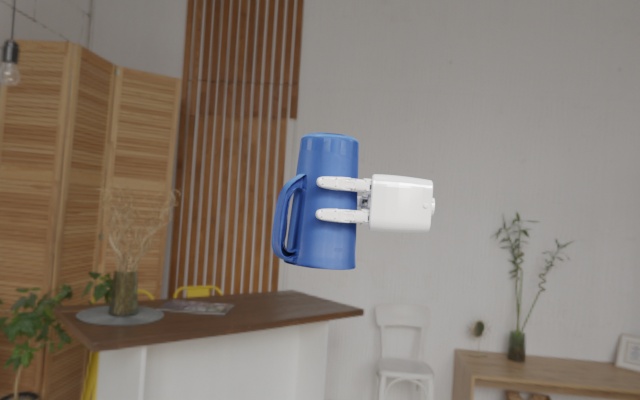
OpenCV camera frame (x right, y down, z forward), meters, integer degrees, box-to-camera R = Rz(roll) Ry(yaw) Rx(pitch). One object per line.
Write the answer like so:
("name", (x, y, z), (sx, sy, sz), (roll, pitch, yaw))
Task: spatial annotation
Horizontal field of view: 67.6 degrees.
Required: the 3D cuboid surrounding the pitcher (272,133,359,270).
("pitcher", (0.000, 0.003, 0.870), (0.145, 0.243, 0.149), (4, -1, 6))
